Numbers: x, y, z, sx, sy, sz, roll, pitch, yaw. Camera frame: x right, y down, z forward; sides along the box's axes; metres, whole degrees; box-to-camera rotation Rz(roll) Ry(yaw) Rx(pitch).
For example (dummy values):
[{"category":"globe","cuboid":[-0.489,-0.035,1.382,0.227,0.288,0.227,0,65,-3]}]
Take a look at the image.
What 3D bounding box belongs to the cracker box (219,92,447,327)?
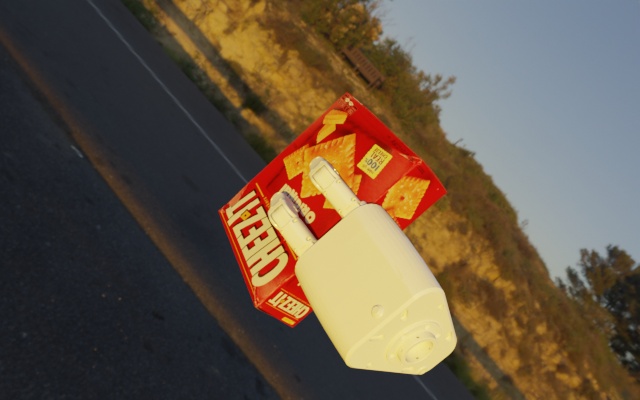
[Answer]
[{"category":"cracker box","cuboid":[0.000,0.002,0.521,0.072,0.214,0.164,42,10,-42]}]
